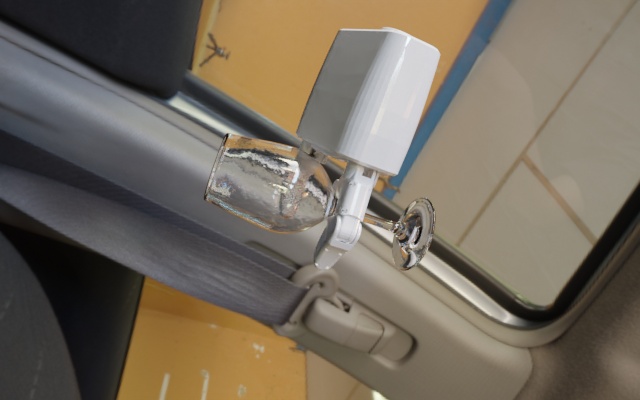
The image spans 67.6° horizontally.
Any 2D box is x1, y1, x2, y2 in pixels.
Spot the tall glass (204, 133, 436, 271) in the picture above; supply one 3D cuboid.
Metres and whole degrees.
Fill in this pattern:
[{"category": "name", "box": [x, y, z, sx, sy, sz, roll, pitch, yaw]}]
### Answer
[{"category": "tall glass", "box": [0.001, 0.002, 0.437, 0.201, 0.079, 0.079, 19, -5, -16]}]
